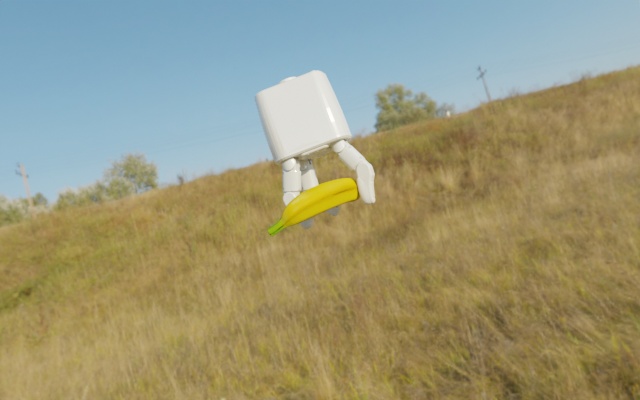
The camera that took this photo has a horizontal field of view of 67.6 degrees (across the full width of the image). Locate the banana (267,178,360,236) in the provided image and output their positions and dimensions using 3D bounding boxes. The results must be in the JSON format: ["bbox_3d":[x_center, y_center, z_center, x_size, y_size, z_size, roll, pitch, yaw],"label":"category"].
[{"bbox_3d":[0.010,-0.004,0.664,0.070,0.037,0.198,-30,-7,42],"label":"banana"}]
